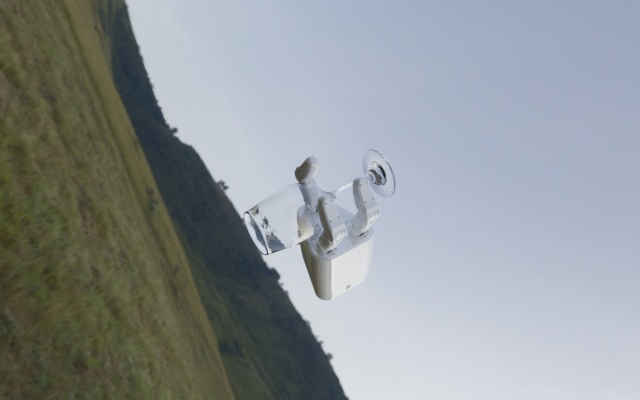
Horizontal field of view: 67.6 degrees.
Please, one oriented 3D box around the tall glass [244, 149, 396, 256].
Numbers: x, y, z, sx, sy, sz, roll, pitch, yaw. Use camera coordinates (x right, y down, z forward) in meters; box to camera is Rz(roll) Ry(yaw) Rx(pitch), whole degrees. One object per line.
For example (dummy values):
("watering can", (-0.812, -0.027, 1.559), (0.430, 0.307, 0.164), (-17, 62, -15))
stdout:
("tall glass", (0.001, 0.002, 0.641), (0.201, 0.079, 0.079), (-26, 10, -23))
